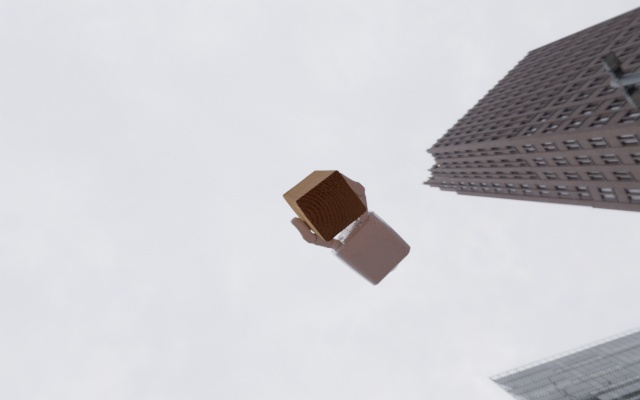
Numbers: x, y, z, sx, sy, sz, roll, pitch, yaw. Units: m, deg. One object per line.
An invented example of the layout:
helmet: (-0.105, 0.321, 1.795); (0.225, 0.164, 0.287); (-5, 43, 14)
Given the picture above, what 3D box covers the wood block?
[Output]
wood block: (0.000, 0.003, 0.888); (0.091, 0.090, 0.206); (-39, 9, -7)
